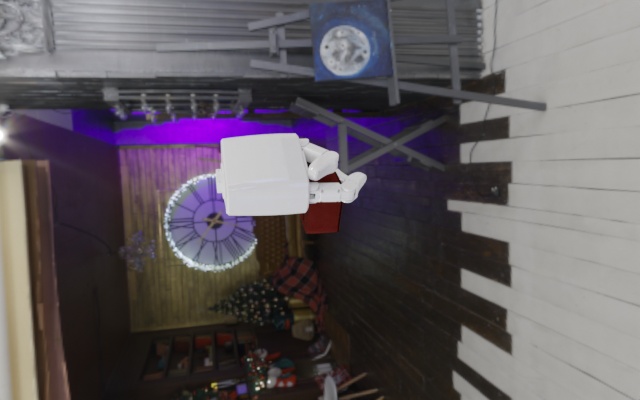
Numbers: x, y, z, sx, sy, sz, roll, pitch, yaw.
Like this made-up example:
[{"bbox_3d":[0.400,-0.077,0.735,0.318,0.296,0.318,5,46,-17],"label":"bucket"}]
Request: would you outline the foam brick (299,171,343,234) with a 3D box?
[{"bbox_3d":[0.000,0.003,0.692,0.051,0.078,0.053,-5,37,-15],"label":"foam brick"}]
